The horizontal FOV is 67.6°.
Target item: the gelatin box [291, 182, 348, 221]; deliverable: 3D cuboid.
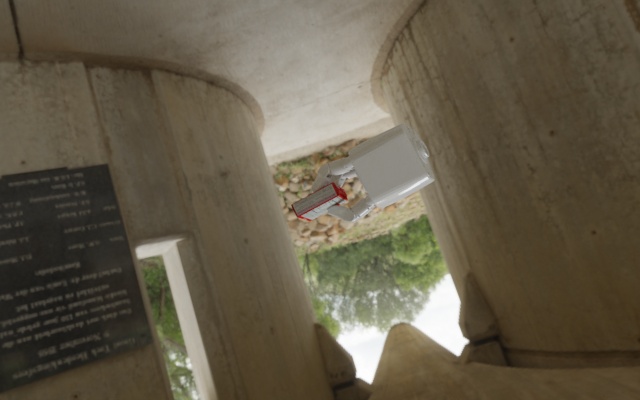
[{"bbox_3d":[0.000,0.003,0.871,0.089,0.030,0.073,-29,-14,11],"label":"gelatin box"}]
